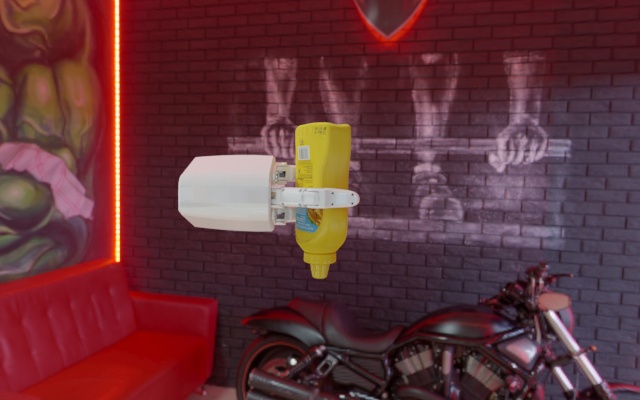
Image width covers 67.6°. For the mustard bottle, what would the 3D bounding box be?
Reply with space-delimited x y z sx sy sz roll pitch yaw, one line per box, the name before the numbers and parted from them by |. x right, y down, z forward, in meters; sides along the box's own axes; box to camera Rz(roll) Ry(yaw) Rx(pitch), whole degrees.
mustard bottle | 0.000 0.002 0.599 0.058 0.191 0.096 0 4 -28
